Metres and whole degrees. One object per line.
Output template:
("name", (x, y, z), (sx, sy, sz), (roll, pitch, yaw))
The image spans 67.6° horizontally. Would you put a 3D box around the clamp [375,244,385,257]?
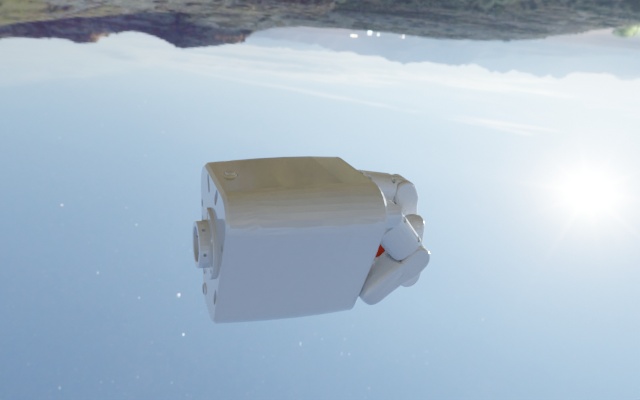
("clamp", (0.000, 0.002, 0.447), (0.120, 0.039, 0.171), (-2, 21, -23))
